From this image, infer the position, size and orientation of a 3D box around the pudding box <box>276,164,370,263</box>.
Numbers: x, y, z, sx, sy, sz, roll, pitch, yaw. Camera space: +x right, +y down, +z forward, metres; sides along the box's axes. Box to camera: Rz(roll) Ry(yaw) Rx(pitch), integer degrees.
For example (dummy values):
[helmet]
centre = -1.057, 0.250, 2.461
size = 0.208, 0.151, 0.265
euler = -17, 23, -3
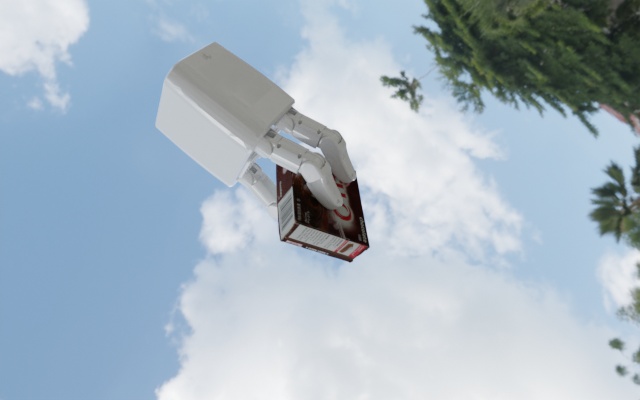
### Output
[pudding box]
centre = 0.000, 0.002, 0.506
size = 0.090, 0.113, 0.039
euler = 19, -45, -27
